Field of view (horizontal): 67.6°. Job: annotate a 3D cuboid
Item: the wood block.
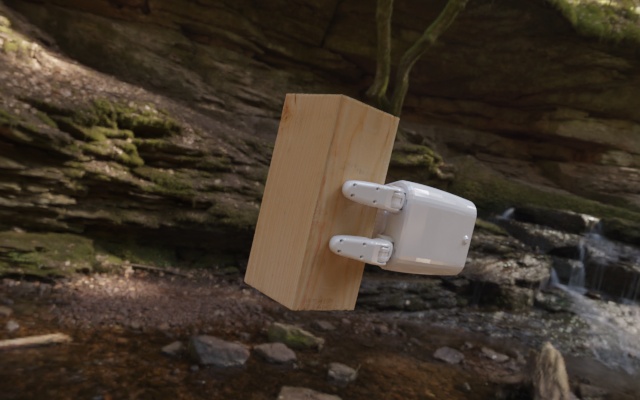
[{"bbox_3d":[0.000,0.002,0.503,0.090,0.206,0.091,11,3,-41],"label":"wood block"}]
